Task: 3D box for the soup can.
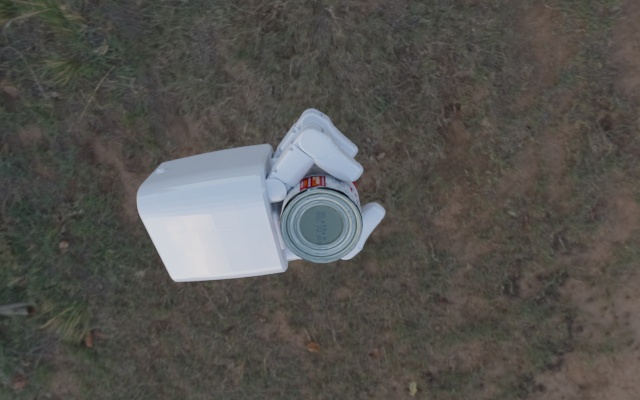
[{"bbox_3d":[0.001,0.002,0.420,0.068,0.068,0.102,0,23,0],"label":"soup can"}]
